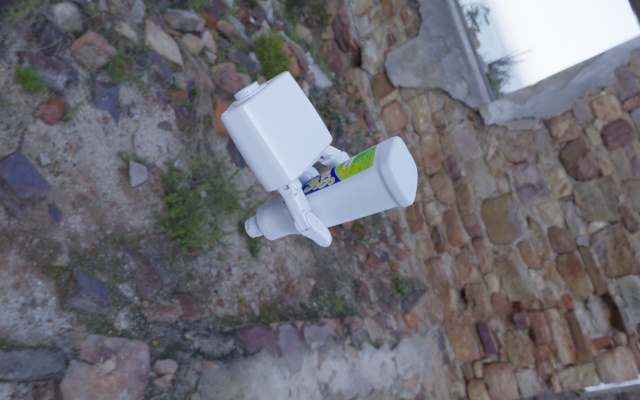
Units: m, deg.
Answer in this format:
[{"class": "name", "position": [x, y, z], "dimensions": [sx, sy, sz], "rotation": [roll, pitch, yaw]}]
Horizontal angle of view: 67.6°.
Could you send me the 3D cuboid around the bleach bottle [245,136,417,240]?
[{"class": "bleach bottle", "position": [0.000, 0.002, 0.633], "dimensions": [0.251, 0.068, 0.102], "rotation": [-23, 22, 27]}]
